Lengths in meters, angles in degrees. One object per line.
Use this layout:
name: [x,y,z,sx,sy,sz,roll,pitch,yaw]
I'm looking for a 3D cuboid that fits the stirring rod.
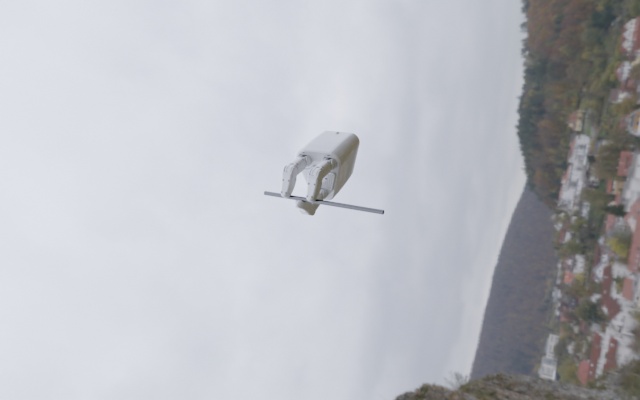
stirring rod: [0.000,0.003,0.860,0.239,0.011,0.011,9,4,26]
